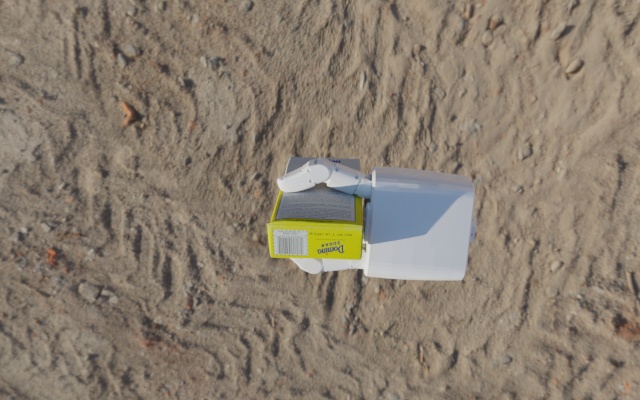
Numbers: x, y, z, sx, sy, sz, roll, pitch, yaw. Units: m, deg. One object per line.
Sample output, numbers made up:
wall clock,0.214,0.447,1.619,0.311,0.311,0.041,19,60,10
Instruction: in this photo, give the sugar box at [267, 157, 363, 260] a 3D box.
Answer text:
sugar box,0.000,0.002,0.537,0.093,0.048,0.176,2,24,3
